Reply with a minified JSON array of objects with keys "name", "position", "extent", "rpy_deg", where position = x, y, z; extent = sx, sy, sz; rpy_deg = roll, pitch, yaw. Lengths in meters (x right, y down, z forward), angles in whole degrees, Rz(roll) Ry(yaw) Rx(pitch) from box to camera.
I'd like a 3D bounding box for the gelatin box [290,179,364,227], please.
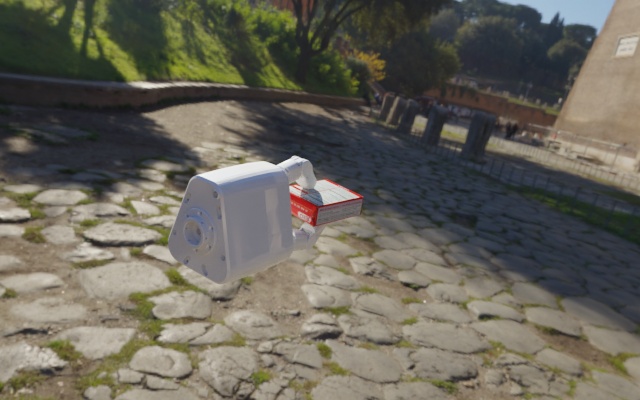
[{"name":"gelatin box","position":[0.000,0.002,0.629],"extent":[0.089,0.030,0.073],"rpy_deg":[-13,29,-42]}]
